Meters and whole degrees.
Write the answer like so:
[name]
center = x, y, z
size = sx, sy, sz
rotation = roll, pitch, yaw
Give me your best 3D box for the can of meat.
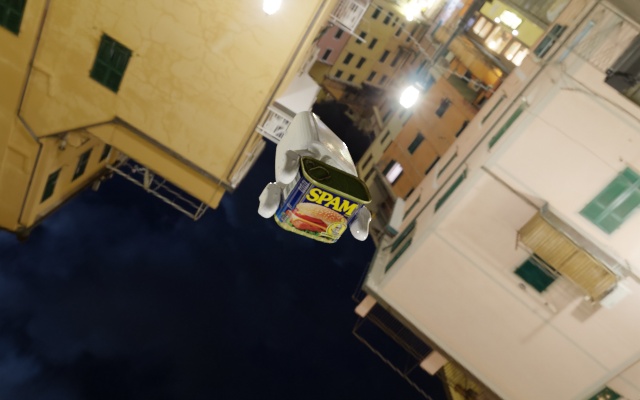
[can of meat]
center = 0.000, 0.002, 0.623
size = 0.102, 0.084, 0.057
rotation = 21, 31, -25
